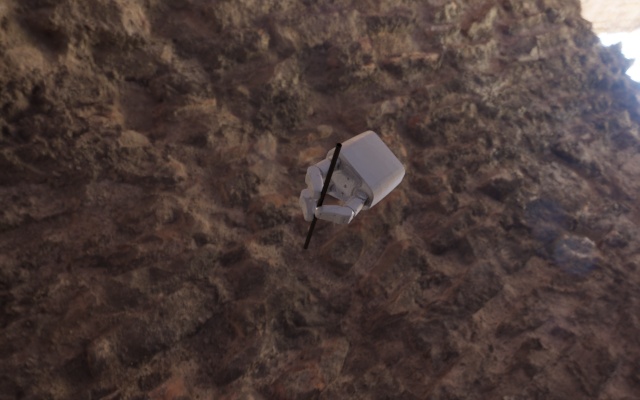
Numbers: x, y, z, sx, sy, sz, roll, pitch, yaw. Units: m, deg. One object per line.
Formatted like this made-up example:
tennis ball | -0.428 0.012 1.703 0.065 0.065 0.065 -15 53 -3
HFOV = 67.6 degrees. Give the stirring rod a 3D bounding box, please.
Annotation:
stirring rod | 0.000 0.002 0.752 0.011 0.011 0.240 0 -42 -17
